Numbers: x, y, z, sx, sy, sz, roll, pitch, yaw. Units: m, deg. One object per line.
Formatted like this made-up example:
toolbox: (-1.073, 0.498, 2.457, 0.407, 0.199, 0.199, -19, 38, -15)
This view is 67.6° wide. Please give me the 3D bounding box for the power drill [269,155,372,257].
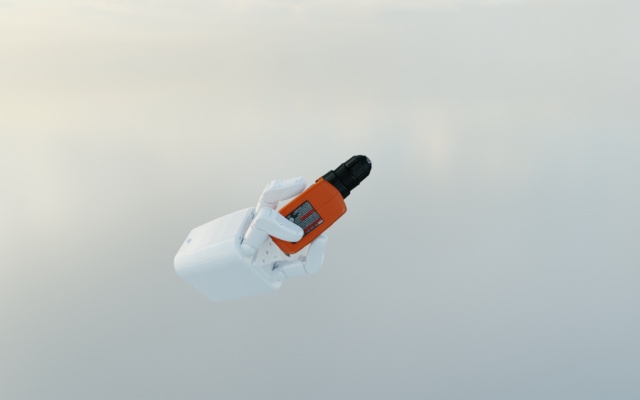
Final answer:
power drill: (0.000, 0.002, 0.679, 0.184, 0.057, 0.187, -40, 2, 8)
